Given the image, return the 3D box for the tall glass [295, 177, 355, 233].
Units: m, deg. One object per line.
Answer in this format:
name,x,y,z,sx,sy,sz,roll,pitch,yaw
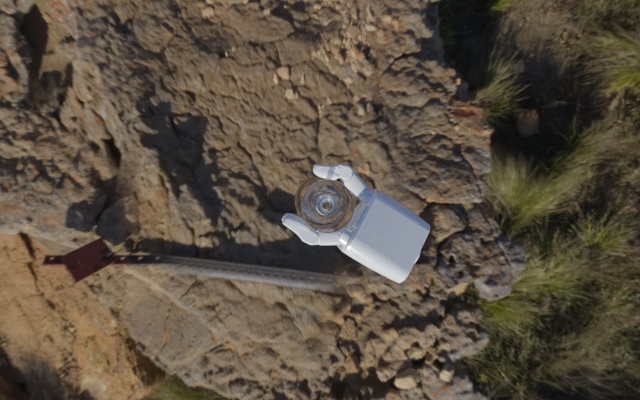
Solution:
tall glass,0.000,0.002,0.752,0.079,0.079,0.201,0,4,-6
